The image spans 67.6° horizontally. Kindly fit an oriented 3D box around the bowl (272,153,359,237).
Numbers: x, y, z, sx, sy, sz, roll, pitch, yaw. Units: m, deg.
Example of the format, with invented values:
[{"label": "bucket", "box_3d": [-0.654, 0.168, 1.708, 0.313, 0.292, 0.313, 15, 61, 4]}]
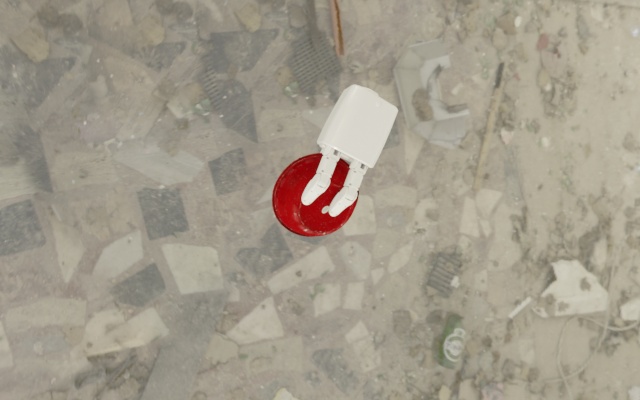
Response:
[{"label": "bowl", "box_3d": [0.000, 0.004, 0.825, 0.162, 0.162, 0.055, 0, 24, -18]}]
